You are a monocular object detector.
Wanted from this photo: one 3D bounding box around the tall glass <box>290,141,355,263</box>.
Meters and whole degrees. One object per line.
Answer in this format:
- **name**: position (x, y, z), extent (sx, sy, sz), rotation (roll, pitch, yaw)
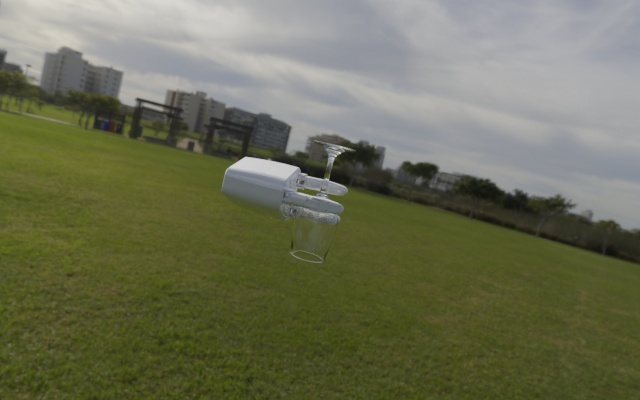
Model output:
- **tall glass**: position (0.000, 0.002, 0.826), extent (0.079, 0.201, 0.079), rotation (14, 4, -1)
